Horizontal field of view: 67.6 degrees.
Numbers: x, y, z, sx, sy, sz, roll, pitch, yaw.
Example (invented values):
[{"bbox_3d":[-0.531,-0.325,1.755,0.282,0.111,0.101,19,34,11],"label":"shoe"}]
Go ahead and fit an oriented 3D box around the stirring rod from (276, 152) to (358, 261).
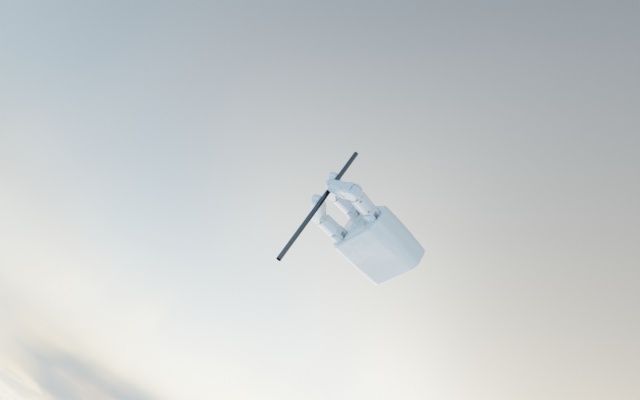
[{"bbox_3d":[0.000,0.002,0.751,0.011,0.011,0.239,0,43,44],"label":"stirring rod"}]
